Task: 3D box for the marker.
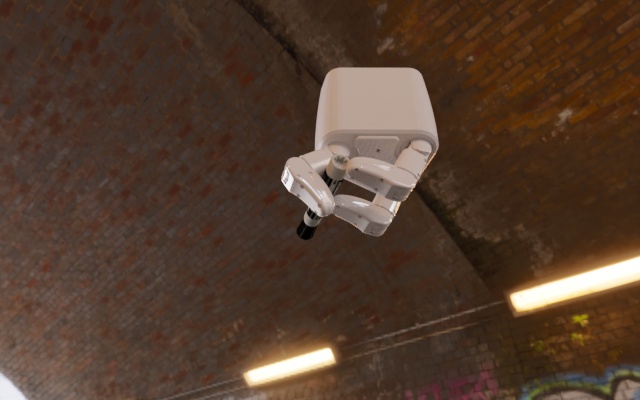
[{"bbox_3d":[0.000,0.002,0.462,0.020,0.020,0.121,0,-36,-21],"label":"marker"}]
